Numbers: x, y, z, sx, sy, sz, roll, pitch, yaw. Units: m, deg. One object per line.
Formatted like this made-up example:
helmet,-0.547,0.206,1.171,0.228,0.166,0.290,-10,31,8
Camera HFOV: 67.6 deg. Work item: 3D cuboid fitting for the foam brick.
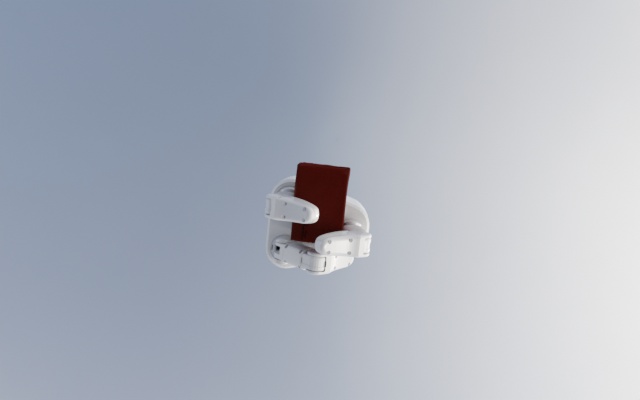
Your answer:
foam brick,0.000,0.001,0.483,0.053,0.078,0.051,7,8,2
